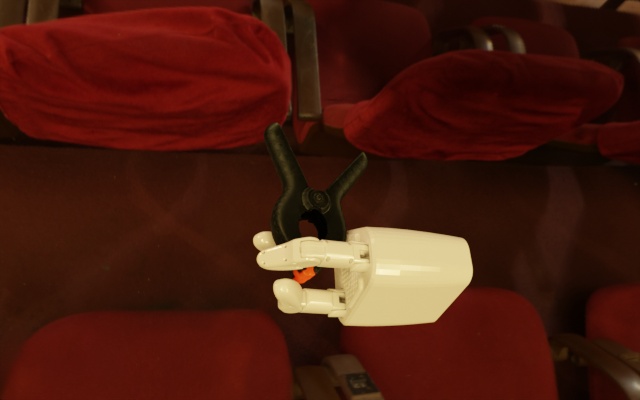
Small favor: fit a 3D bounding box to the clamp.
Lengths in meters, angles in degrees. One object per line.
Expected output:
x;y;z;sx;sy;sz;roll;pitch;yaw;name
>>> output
0.000;0.001;0.493;0.120;0.171;0.039;5;-25;-17;clamp
